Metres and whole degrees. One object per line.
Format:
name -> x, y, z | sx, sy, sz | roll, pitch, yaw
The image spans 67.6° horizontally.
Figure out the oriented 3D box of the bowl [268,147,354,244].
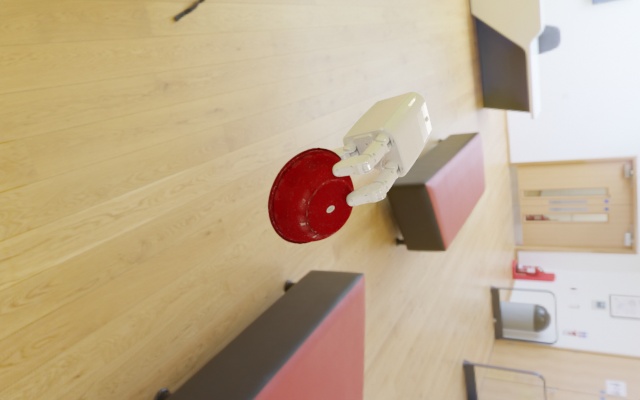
bowl -> 0.000, 0.004, 0.743 | 0.162, 0.162, 0.055 | 0, 19, -39
